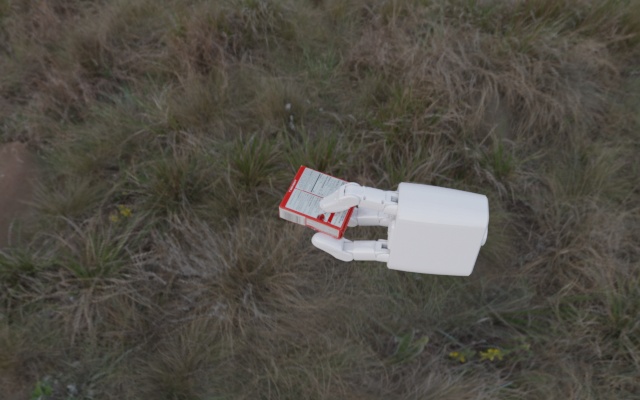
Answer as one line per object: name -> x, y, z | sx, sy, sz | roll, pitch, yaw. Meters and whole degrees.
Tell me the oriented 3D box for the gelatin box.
gelatin box -> 0.000, 0.002, 0.627 | 0.089, 0.073, 0.030 | 20, -31, 9
